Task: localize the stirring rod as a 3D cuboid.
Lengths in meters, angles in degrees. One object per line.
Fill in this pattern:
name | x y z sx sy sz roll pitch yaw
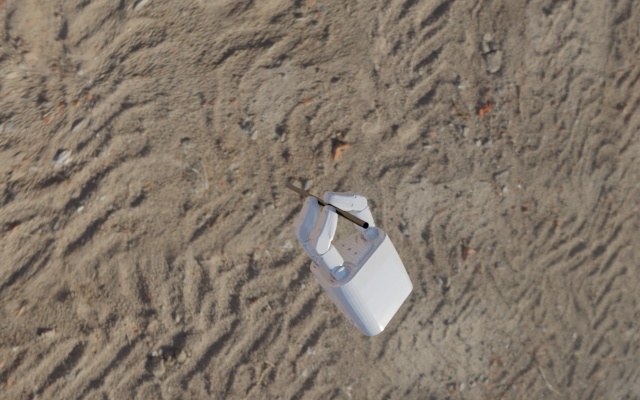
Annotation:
stirring rod | 0.000 0.002 0.641 0.011 0.011 0.239 0 12 -26
